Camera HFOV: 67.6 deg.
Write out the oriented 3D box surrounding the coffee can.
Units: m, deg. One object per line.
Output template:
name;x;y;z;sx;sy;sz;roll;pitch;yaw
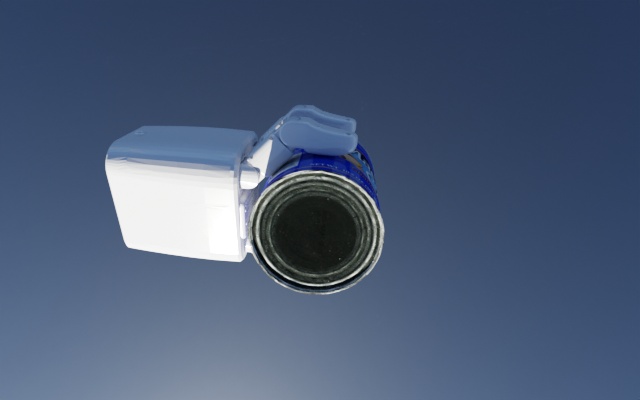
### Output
coffee can;0.000;0.001;0.420;0.103;0.103;0.140;0;21;3
